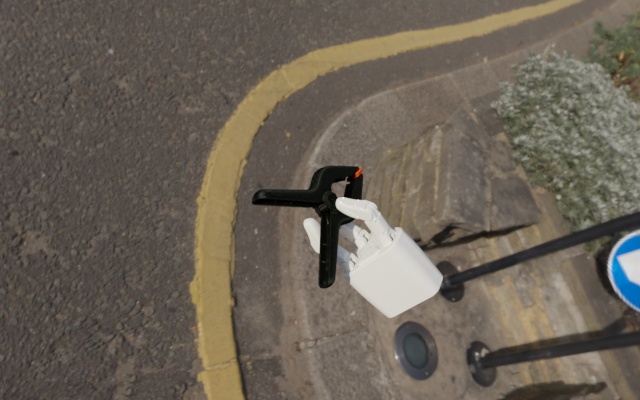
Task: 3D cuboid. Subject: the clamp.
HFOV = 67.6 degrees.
[{"bbox_3d":[0.001,0.002,0.705,0.036,0.164,0.210,-27,21,45],"label":"clamp"}]
